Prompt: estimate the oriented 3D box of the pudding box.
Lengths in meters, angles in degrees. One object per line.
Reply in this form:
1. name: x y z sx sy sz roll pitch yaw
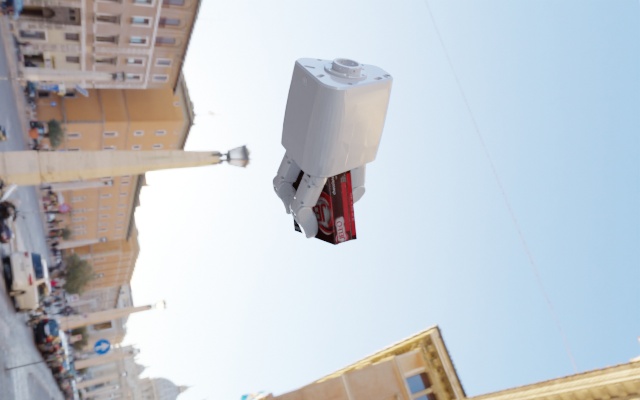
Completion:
1. pudding box: 0.000 0.002 0.612 0.039 0.090 0.113 -10 11 -26
